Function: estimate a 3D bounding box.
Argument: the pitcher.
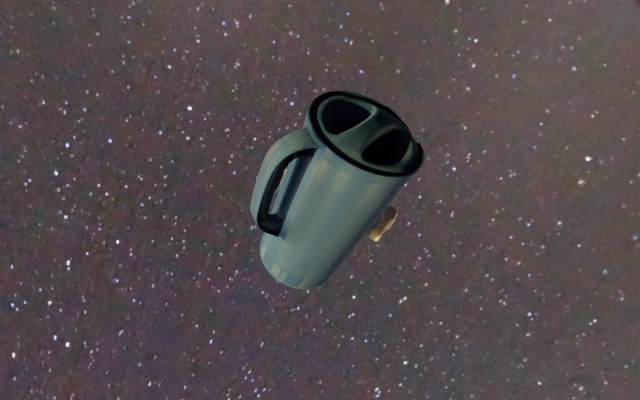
[{"bbox_3d":[0.000,0.002,0.571,0.149,0.243,0.145,26,42,-3],"label":"pitcher"}]
